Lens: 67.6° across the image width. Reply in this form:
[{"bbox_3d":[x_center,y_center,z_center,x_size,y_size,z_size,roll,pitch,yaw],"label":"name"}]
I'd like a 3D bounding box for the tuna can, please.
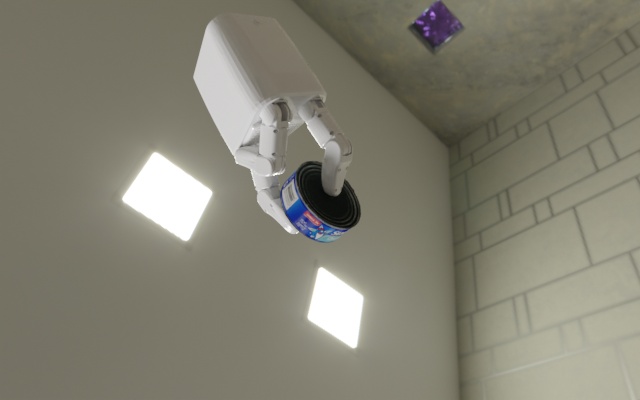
[{"bbox_3d":[0.000,0.002,0.509,0.086,0.086,0.034,0,-33,-46],"label":"tuna can"}]
